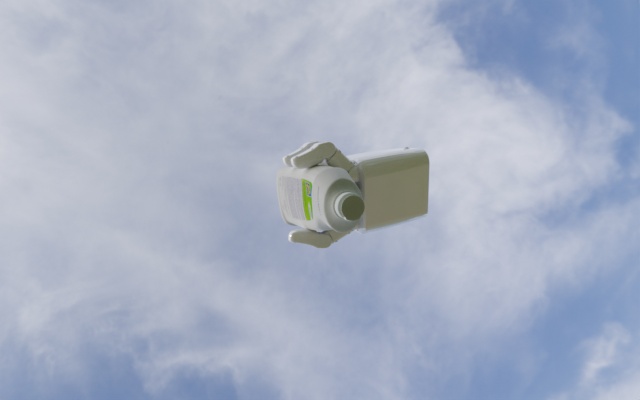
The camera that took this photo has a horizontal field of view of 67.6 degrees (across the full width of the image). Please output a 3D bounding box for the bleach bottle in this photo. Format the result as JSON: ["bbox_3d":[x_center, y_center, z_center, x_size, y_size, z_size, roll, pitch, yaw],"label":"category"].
[{"bbox_3d":[0.000,0.002,0.645,0.068,0.102,0.251,-13,10,-16],"label":"bleach bottle"}]
